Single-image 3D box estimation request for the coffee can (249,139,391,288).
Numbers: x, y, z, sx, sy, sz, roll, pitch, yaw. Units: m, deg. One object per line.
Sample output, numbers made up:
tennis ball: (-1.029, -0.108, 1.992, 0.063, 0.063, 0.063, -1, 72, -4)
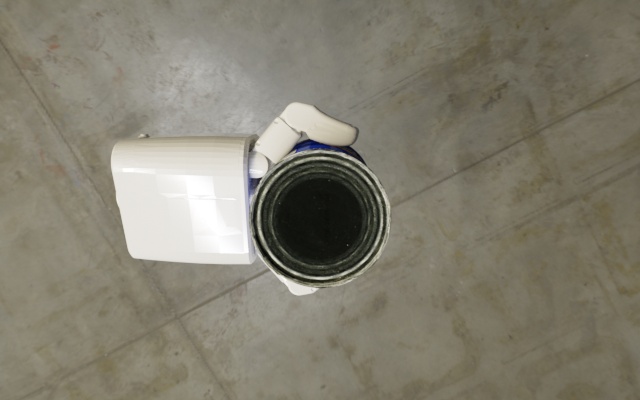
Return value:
coffee can: (0.000, 0.001, 0.409, 0.103, 0.103, 0.140, 0, 11, 0)
